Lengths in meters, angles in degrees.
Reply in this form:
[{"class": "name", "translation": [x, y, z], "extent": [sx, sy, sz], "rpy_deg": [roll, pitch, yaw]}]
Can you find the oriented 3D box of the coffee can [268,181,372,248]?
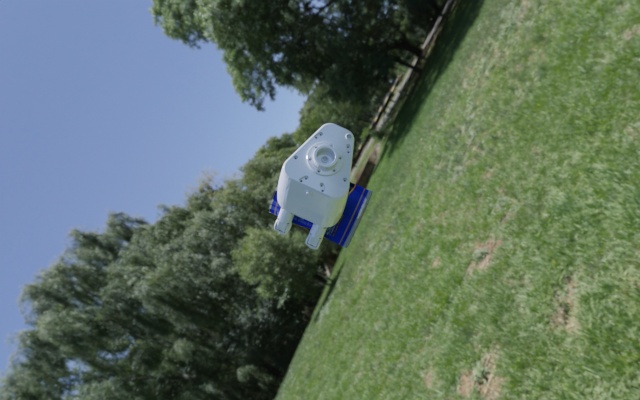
[{"class": "coffee can", "translation": [0.000, 0.003, 0.779], "extent": [0.140, 0.103, 0.103], "rpy_deg": [25, 1, 3]}]
